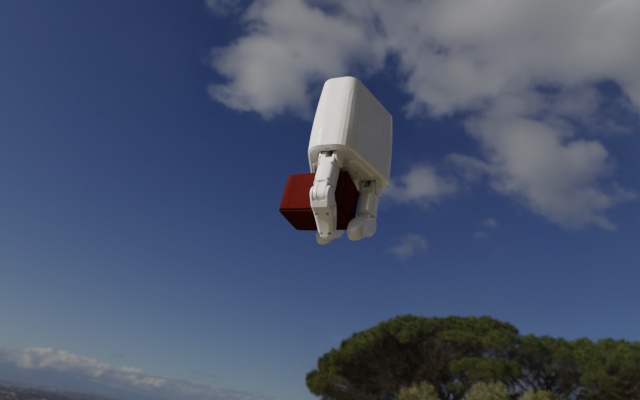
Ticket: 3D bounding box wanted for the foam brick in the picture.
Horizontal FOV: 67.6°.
[{"bbox_3d":[0.000,0.002,0.570,0.078,0.051,0.053,-2,-31,22],"label":"foam brick"}]
